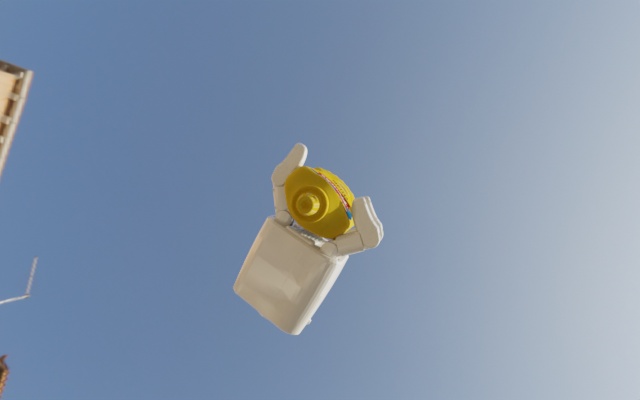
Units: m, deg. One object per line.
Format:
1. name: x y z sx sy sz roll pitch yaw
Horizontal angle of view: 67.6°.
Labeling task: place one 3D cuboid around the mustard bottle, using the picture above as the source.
1. mustard bottle: 0.000 0.002 0.588 0.058 0.096 0.191 -36 -5 10
